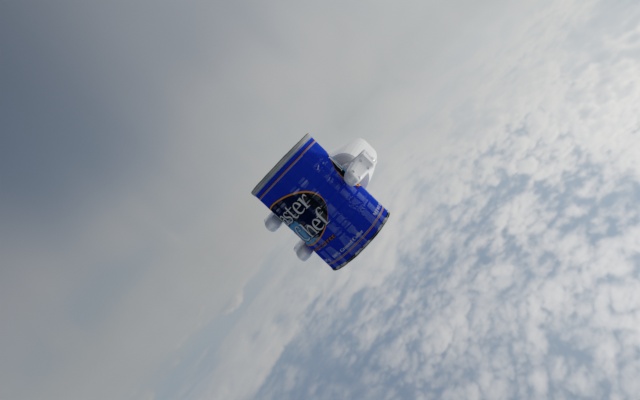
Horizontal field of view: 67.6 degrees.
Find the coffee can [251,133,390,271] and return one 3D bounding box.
[{"bbox_3d":[0.000,0.002,0.591,0.140,0.103,0.103,44,-4,-5],"label":"coffee can"}]
